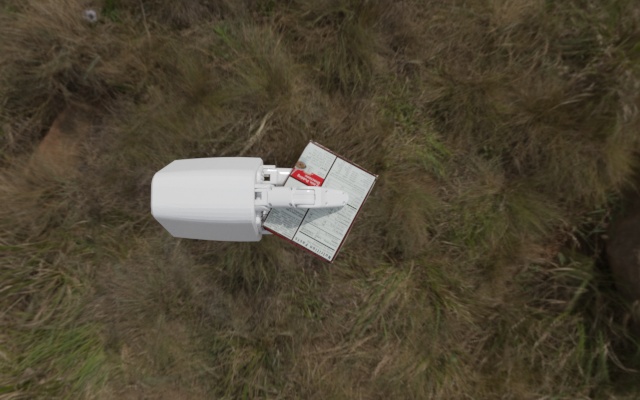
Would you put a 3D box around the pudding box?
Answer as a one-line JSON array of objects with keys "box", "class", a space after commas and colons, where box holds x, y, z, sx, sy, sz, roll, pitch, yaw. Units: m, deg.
[{"box": [0.000, 0.002, 0.536, 0.090, 0.113, 0.039, 29, -1, 2], "class": "pudding box"}]
